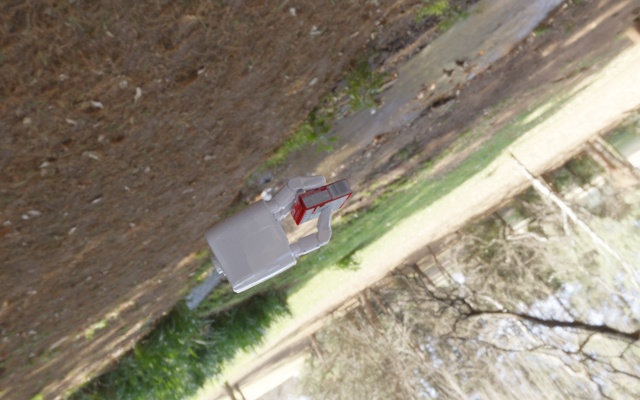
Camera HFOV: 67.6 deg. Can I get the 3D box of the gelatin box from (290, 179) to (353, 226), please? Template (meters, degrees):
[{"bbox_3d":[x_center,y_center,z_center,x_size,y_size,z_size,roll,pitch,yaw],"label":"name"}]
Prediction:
[{"bbox_3d":[0.001,0.003,0.781,0.089,0.030,0.073,-20,-15,-20],"label":"gelatin box"}]
